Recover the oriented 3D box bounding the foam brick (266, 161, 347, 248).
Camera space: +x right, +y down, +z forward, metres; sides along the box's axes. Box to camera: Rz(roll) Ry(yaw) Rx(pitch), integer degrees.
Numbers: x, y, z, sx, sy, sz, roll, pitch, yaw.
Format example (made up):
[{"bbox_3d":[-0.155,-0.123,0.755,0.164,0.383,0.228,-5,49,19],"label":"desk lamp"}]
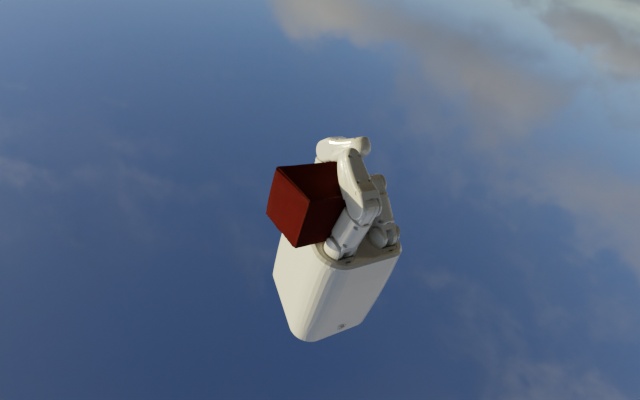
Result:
[{"bbox_3d":[0.000,0.001,0.421,0.078,0.051,0.053,-9,42,-38],"label":"foam brick"}]
